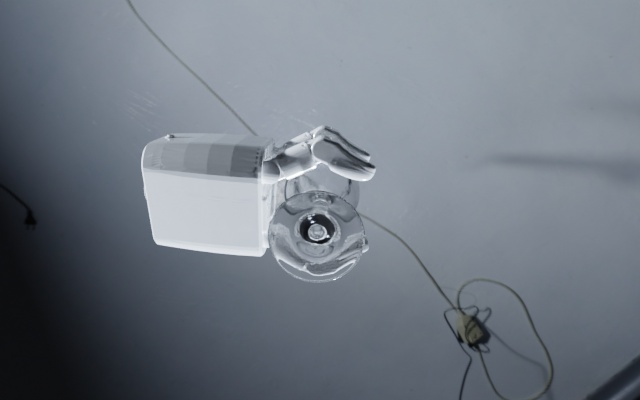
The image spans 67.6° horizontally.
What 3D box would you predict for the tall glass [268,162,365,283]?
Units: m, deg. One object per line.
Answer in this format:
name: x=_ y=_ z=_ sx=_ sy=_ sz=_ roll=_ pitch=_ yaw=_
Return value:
tall glass: x=0.000 y=0.002 z=0.456 sx=0.079 sy=0.079 sz=0.201 roll=0 pitch=16 yaw=2
